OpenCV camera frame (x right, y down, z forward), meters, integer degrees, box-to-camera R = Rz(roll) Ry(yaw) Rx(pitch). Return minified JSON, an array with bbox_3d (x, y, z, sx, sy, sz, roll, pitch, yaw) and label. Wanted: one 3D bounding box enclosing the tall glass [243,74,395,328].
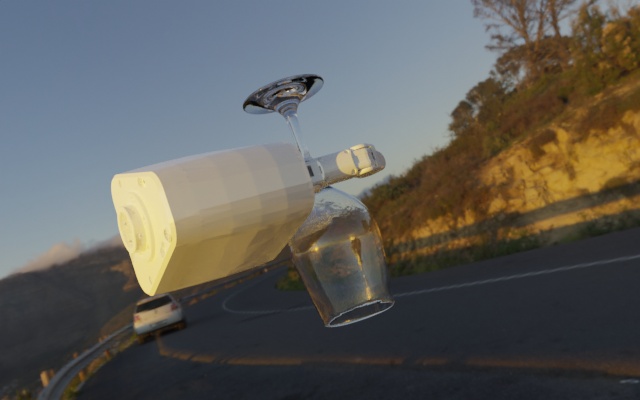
[{"bbox_3d":[0.000,0.001,0.406,0.079,0.201,0.079,-19,-5,-2],"label":"tall glass"}]
